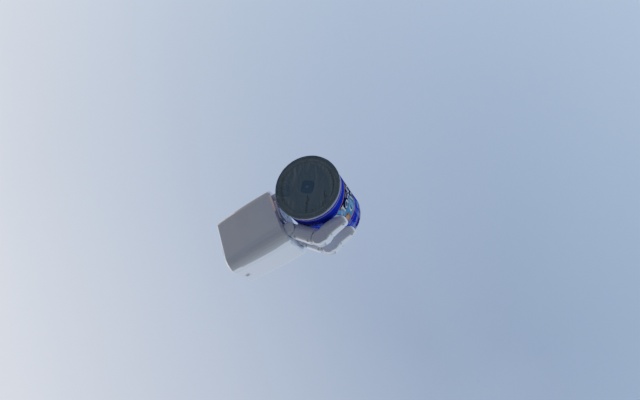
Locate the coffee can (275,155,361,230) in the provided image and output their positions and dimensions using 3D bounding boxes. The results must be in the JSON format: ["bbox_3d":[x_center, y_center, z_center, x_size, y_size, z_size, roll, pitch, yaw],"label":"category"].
[{"bbox_3d":[0.000,0.002,0.772,0.103,0.102,0.140,0,-20,18],"label":"coffee can"}]
